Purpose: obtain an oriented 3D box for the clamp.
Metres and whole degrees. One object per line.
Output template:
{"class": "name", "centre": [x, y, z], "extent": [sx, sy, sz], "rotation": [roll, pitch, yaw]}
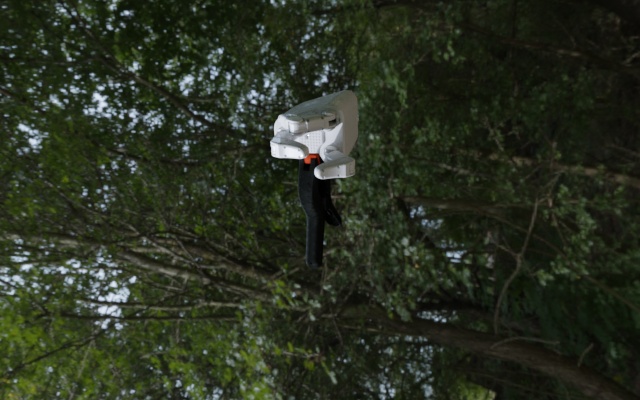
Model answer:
{"class": "clamp", "centre": [-0.001, 0.002, 0.716], "extent": [0.039, 0.171, 0.120], "rotation": [3, 26, 14]}
